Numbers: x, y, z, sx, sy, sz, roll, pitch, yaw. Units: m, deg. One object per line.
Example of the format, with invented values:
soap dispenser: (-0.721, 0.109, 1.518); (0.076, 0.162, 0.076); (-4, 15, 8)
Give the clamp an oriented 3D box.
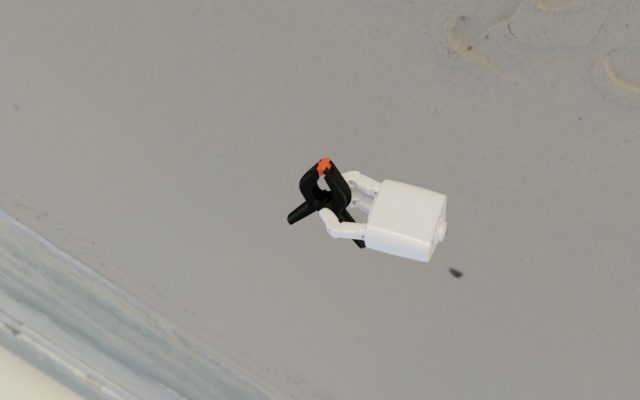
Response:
clamp: (0.000, 0.003, 0.846); (0.164, 0.036, 0.210); (12, -36, 20)
